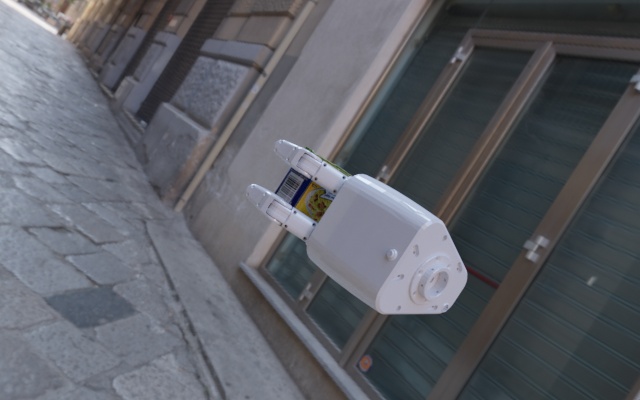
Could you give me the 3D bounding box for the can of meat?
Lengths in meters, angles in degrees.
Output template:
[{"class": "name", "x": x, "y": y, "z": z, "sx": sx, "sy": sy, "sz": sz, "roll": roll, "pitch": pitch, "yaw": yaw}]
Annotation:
[{"class": "can of meat", "x": 0.000, "y": 0.001, "z": 0.523, "sx": 0.102, "sy": 0.084, "sz": 0.057, "roll": 32, "pitch": 2, "yaw": -36}]
